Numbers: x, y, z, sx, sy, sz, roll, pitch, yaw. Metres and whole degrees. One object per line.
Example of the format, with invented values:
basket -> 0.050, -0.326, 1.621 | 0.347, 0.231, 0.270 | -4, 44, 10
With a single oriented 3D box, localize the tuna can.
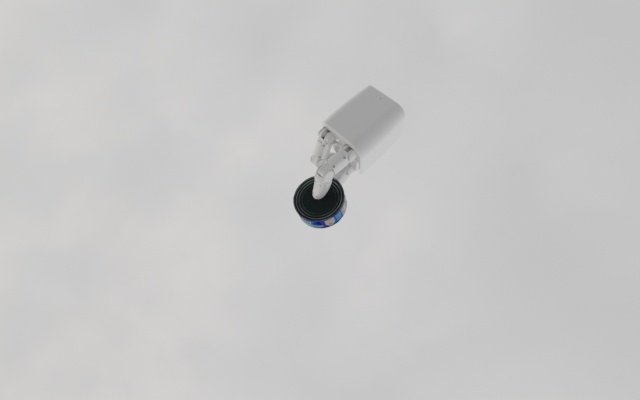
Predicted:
tuna can -> 0.000, 0.003, 0.788 | 0.086, 0.086, 0.034 | 0, -28, 13
